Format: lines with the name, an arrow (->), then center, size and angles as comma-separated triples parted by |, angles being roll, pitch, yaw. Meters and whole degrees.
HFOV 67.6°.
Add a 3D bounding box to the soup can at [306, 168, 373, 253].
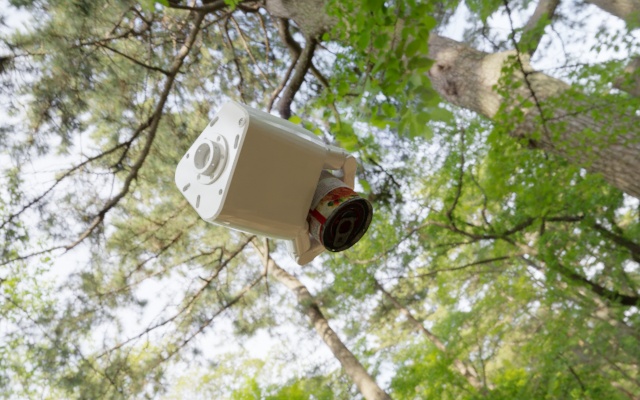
soup can -> 0.000, 0.002, 0.535 | 0.068, 0.068, 0.102 | 0, 30, -42
